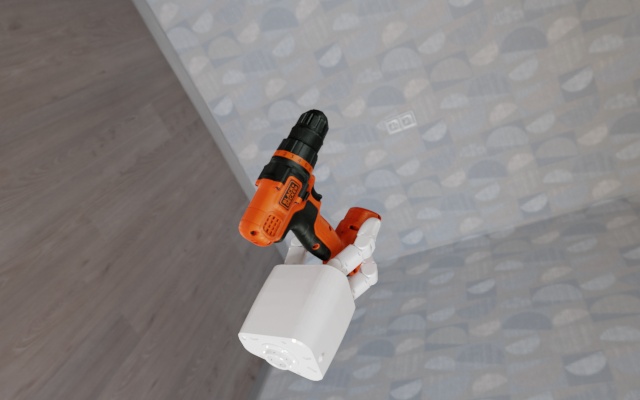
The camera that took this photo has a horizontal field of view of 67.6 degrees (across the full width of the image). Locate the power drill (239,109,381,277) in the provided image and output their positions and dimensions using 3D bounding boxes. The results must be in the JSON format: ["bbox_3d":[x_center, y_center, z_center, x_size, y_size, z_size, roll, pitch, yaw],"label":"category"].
[{"bbox_3d":[0.000,0.002,0.619,0.057,0.184,0.188,10,-23,50],"label":"power drill"}]
